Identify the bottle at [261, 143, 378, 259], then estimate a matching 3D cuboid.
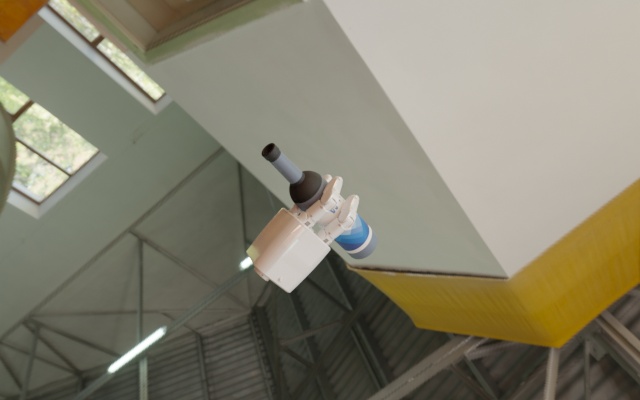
[{"bbox_3d":[0.000,0.003,0.839,0.069,0.069,0.296,0,-34,43],"label":"bottle"}]
